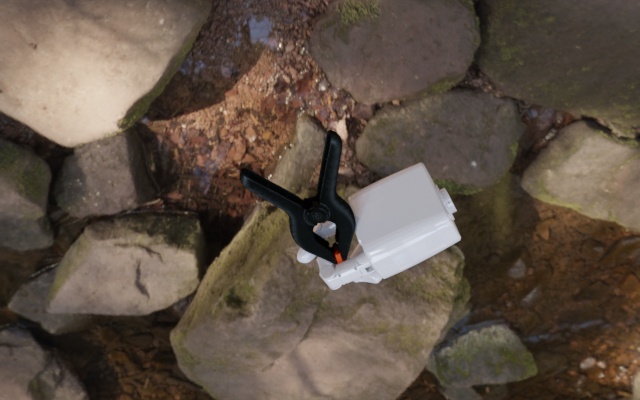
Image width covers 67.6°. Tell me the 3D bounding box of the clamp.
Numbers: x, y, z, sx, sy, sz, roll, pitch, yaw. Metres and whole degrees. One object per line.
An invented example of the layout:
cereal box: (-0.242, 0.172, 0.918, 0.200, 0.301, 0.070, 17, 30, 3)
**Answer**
clamp: (0.000, 0.002, 0.559, 0.120, 0.171, 0.039, -28, 32, 14)
